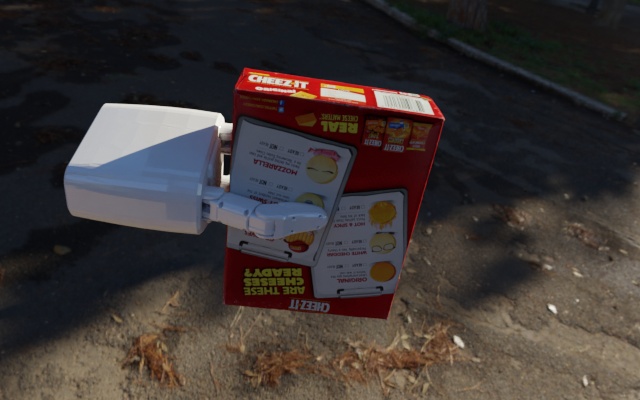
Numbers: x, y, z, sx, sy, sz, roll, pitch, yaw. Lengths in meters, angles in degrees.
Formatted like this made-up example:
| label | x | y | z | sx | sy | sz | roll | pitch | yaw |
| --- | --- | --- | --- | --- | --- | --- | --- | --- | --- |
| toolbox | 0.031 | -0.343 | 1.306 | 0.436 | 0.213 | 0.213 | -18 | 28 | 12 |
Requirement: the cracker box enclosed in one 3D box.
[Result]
| label | x | y | z | sx | sy | sz | roll | pitch | yaw |
| --- | --- | --- | --- | --- | --- | --- | --- | --- | --- |
| cracker box | 0.000 | 0.001 | 0.436 | 0.164 | 0.214 | 0.072 | 7 | 31 | -4 |
